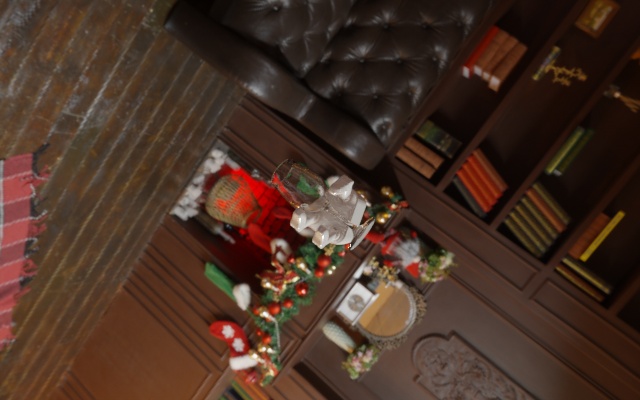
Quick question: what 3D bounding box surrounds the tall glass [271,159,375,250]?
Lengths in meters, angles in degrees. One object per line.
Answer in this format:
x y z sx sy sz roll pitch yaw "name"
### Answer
0.001 0.003 0.893 0.201 0.079 0.079 38 13 17 "tall glass"
